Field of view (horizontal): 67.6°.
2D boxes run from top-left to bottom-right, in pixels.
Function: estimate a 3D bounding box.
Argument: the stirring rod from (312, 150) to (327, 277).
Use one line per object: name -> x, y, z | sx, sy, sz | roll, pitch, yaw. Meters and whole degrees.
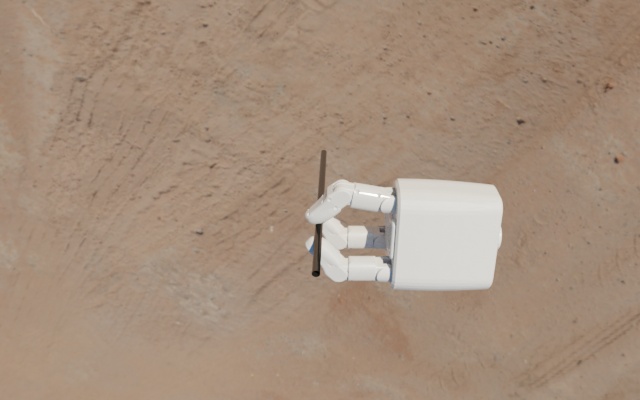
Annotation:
stirring rod -> 0.000, 0.002, 0.545 | 0.011, 0.011, 0.239 | 0, 34, 3
